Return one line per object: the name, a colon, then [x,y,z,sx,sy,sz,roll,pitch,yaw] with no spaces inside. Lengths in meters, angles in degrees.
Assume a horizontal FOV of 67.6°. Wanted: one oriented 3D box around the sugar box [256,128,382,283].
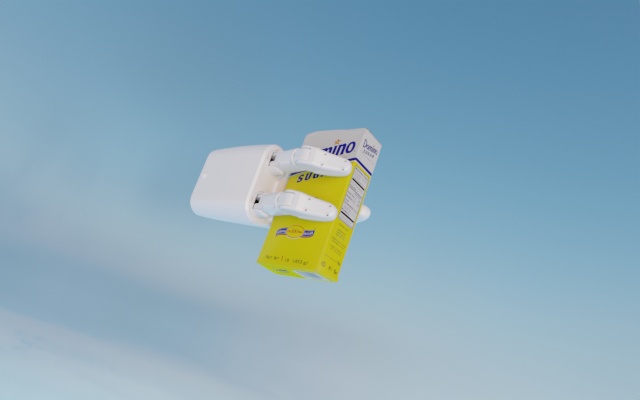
sugar box: [0.000,0.002,0.547,0.093,0.176,0.048,2,-24,39]
